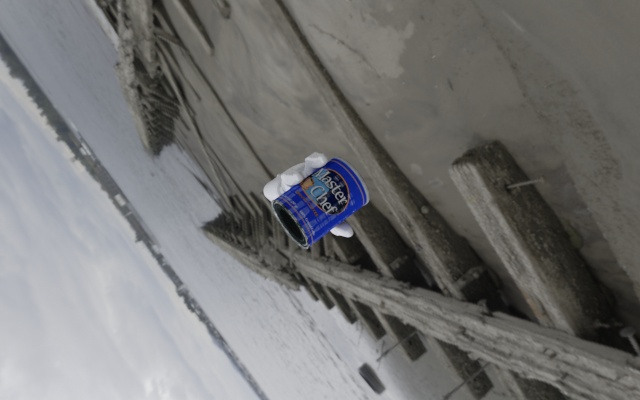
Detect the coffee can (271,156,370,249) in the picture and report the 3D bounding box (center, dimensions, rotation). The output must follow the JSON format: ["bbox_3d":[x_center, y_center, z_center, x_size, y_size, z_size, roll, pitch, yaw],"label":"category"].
[{"bbox_3d":[0.000,0.003,0.834,0.140,0.103,0.103,-36,13,-18],"label":"coffee can"}]
